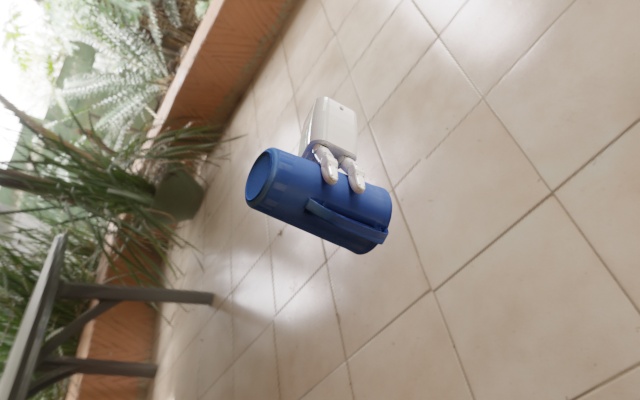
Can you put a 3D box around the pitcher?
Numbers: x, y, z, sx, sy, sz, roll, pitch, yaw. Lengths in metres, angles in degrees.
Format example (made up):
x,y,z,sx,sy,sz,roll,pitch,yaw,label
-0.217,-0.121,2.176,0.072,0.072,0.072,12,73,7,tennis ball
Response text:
x,y,z,sx,sy,sz,roll,pitch,yaw,label
0.000,0.003,0.829,0.243,0.145,0.149,22,-32,-28,pitcher
